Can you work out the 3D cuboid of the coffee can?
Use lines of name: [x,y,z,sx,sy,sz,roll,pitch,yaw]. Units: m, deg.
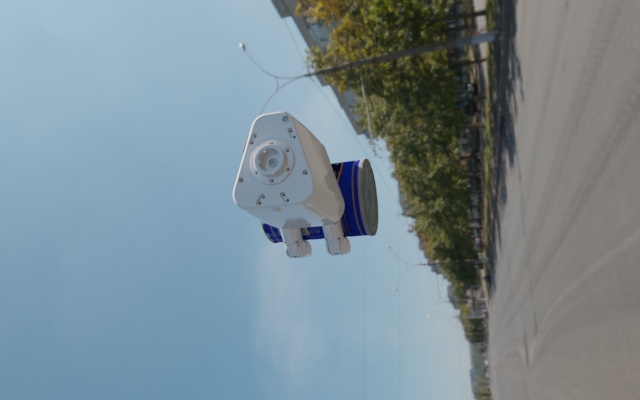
coffee can: [0.000,0.002,0.647,0.140,0.103,0.103,-6,-2,16]
